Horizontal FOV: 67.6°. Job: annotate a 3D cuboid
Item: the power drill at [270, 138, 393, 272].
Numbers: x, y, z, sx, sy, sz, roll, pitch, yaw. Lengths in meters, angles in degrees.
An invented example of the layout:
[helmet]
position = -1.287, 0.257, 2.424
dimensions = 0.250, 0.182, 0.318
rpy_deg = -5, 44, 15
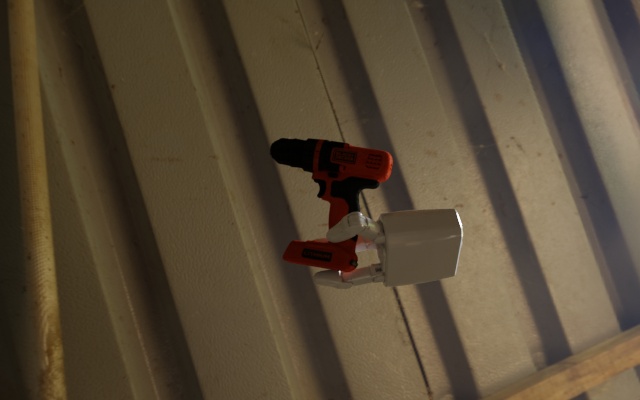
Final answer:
[power drill]
position = 0.000, 0.003, 0.694
dimensions = 0.184, 0.187, 0.057
rpy_deg = 9, -8, 14
